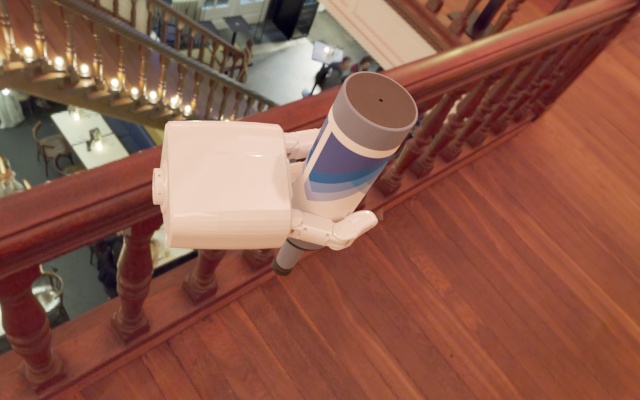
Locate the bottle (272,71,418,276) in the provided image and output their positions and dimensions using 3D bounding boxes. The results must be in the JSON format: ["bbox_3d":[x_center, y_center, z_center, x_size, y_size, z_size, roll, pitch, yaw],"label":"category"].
[{"bbox_3d":[0.000,0.001,0.494,0.069,0.069,0.296,0,-34,-24],"label":"bottle"}]
